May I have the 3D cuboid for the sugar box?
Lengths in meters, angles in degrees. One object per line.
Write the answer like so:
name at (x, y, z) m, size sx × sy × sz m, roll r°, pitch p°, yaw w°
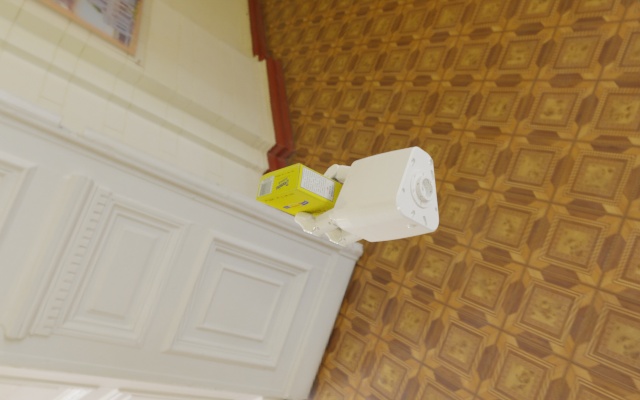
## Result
sugar box at (0.000, 0.003, 0.726) m, size 0.176 × 0.048 × 0.093 m, roll 26°, pitch -27°, yaw -38°
